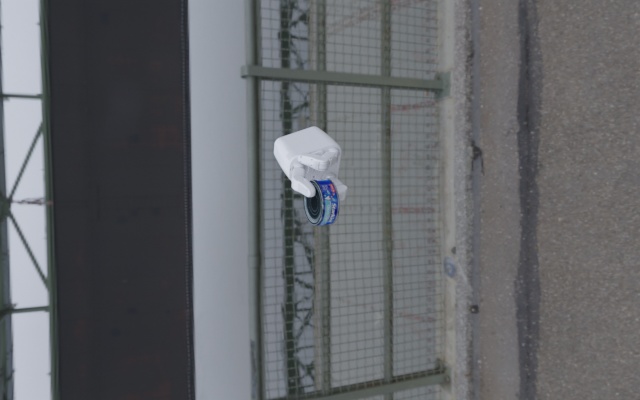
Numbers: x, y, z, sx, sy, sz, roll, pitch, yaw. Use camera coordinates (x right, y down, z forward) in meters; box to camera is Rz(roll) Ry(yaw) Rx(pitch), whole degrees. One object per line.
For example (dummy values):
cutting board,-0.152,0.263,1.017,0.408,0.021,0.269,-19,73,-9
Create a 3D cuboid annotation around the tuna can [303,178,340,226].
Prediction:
tuna can,0.000,0.003,0.873,0.034,0.086,0.086,-5,2,-26
